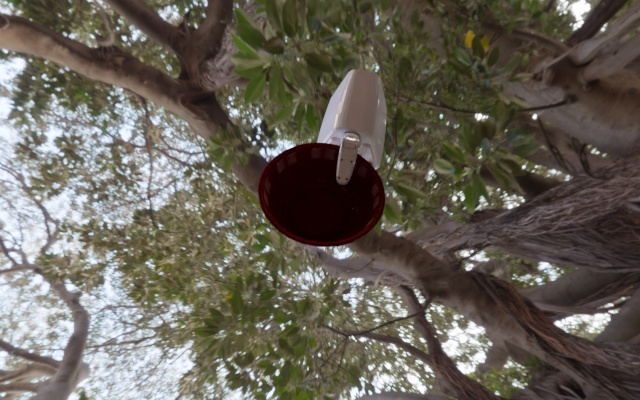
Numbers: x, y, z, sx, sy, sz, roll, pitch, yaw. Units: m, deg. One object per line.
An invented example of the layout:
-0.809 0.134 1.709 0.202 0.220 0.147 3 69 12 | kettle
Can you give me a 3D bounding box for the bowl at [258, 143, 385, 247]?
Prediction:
-0.001 0.003 0.623 0.162 0.162 0.055 0 -35 -6 | bowl
